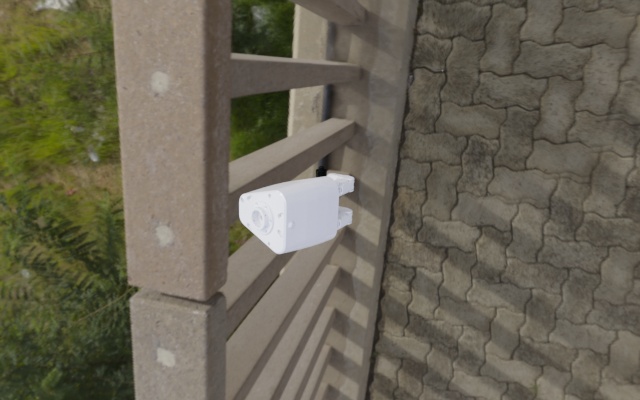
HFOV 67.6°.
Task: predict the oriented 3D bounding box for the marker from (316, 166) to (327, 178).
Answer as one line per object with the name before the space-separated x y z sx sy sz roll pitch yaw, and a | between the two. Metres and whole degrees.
marker | 0.000 0.003 0.797 0.020 0.121 0.020 1 17 0
